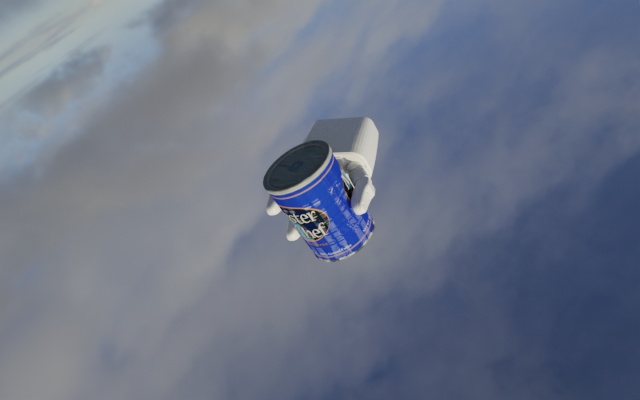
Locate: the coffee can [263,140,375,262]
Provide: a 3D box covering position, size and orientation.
[{"bbox_3d":[0.000,0.002,0.666,0.103,0.140,0.102,-24,33,16],"label":"coffee can"}]
